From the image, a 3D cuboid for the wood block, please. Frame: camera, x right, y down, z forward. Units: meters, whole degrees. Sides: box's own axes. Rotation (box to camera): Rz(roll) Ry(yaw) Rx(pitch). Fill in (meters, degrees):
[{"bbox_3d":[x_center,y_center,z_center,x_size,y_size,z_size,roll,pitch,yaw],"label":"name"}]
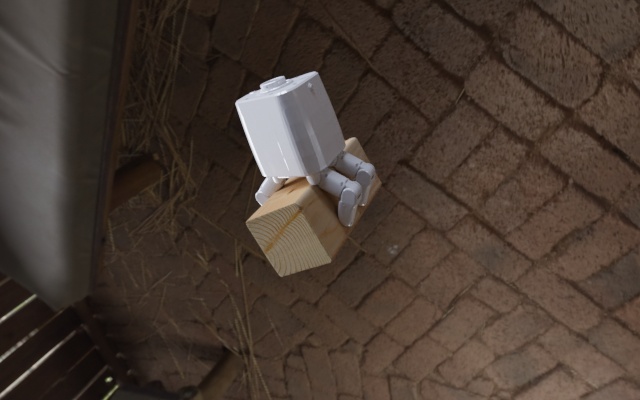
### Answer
[{"bbox_3d":[0.000,0.002,0.667,0.091,0.090,0.206,-21,18,35],"label":"wood block"}]
